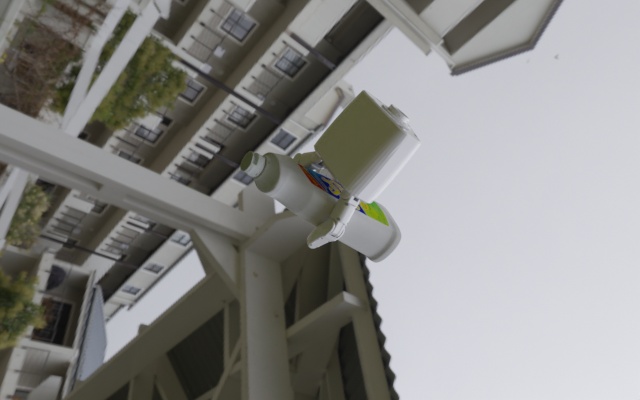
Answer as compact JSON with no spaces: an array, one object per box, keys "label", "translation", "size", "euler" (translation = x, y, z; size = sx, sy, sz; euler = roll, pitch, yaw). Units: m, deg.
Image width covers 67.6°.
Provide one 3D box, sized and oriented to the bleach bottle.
[{"label":"bleach bottle","translation":[0.000,0.002,0.673],"size":[0.251,0.068,0.102],"euler":[27,24,-34]}]
